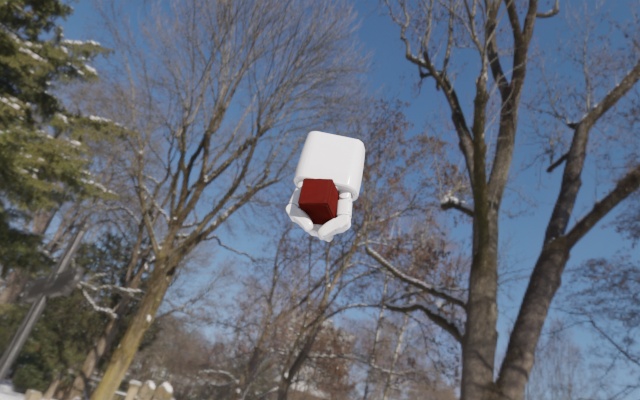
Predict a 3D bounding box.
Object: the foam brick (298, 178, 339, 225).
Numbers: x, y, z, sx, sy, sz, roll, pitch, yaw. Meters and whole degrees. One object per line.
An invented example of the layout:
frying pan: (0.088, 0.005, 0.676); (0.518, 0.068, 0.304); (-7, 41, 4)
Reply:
foam brick: (0.000, 0.003, 0.819); (0.053, 0.051, 0.078); (3, -28, 17)
